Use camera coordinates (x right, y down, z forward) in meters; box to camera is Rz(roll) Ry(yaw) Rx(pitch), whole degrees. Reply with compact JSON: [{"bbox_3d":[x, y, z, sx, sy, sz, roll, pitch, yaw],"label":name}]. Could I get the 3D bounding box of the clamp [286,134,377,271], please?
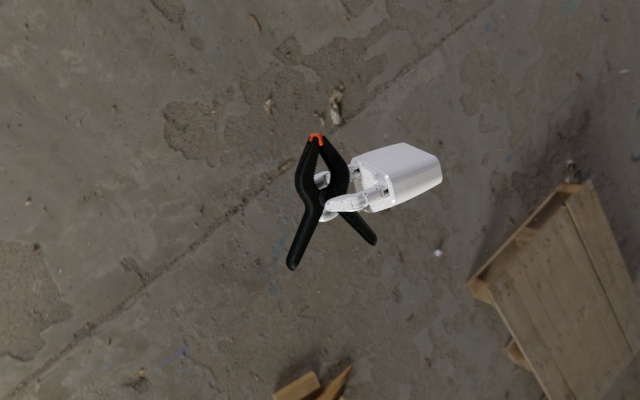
[{"bbox_3d":[0.001,0.002,0.750,0.164,0.210,0.036,-21,16,-25],"label":"clamp"}]
